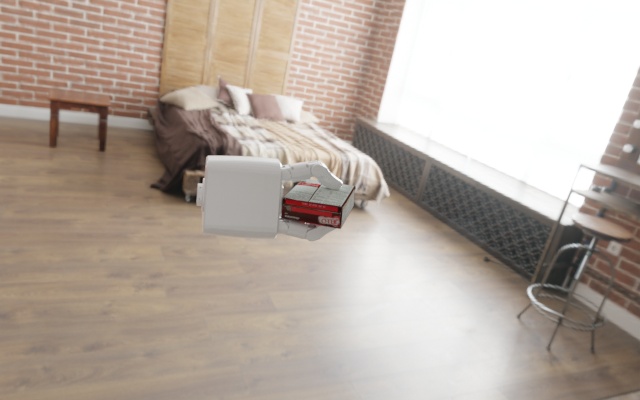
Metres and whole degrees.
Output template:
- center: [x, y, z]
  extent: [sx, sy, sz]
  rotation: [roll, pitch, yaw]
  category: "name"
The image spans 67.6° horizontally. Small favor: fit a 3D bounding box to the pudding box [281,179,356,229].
- center: [0.000, 0.002, 0.721]
  extent: [0.090, 0.039, 0.113]
  rotation: [10, 21, 12]
  category: "pudding box"
